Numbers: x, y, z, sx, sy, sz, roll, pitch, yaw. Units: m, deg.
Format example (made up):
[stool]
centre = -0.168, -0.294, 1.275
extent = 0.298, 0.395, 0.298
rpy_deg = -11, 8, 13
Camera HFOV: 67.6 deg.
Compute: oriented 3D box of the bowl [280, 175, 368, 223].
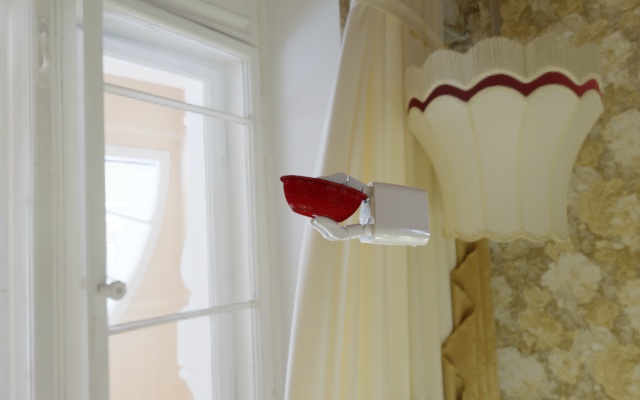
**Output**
[bowl]
centre = -0.001, 0.003, 0.853
extent = 0.162, 0.055, 0.162
rpy_deg = 13, -8, 2
